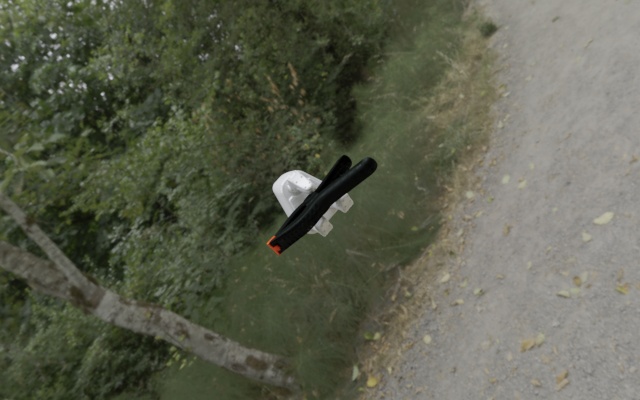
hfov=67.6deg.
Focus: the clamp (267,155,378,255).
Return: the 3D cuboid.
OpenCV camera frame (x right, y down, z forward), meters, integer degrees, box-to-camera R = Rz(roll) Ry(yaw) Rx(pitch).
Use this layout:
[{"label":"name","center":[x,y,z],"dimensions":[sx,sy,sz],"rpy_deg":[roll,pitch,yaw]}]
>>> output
[{"label":"clamp","center":[-0.001,0.002,0.752],"dimensions":[0.036,0.210,0.164],"rpy_deg":[44,-10,-11]}]
